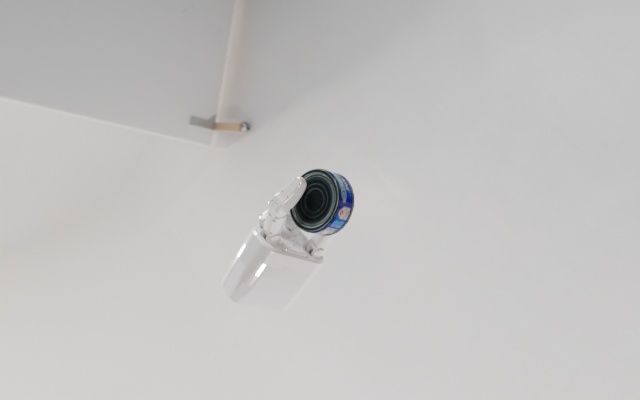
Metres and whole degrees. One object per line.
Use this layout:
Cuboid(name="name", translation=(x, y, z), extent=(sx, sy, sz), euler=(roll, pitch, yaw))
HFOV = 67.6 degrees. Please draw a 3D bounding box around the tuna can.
Cuboid(name="tuna can", translation=(0.000, 0.002, 0.626), extent=(0.086, 0.086, 0.034), euler=(0, -10, 39))
